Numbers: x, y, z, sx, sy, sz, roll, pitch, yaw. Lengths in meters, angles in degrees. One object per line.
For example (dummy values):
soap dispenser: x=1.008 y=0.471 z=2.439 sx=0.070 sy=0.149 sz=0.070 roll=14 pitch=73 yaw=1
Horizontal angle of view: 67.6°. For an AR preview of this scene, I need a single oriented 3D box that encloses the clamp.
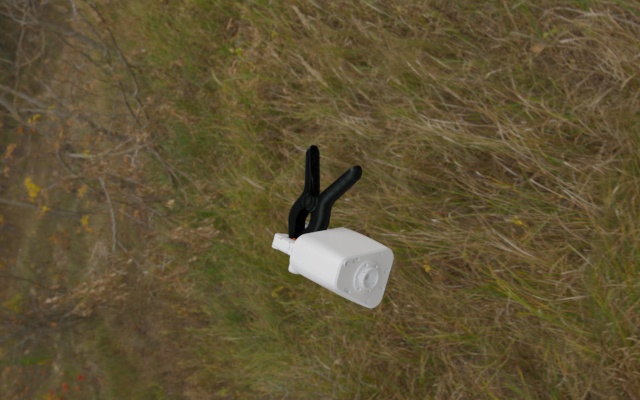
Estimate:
clamp: x=0.000 y=0.002 z=0.751 sx=0.039 sy=0.171 sz=0.120 roll=13 pitch=4 yaw=-40
